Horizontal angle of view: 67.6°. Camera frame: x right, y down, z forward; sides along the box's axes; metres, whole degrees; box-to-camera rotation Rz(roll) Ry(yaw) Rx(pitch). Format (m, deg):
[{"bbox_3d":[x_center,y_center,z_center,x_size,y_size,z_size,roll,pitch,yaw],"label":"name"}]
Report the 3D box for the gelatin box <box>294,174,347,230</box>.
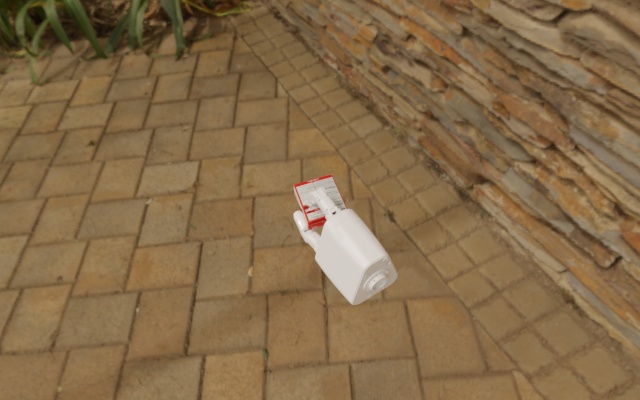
[{"bbox_3d":[0.000,0.002,0.844,0.073,0.089,0.030,-17,-34,-9],"label":"gelatin box"}]
